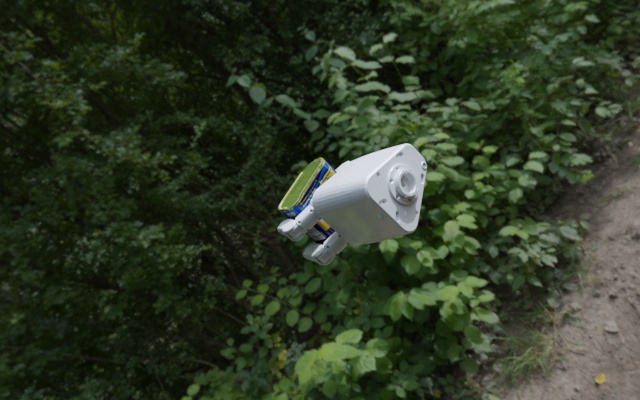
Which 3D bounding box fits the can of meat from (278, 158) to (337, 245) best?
[{"bbox_3d":[0.000,0.002,0.686,0.084,0.102,0.057,43,-28,-21],"label":"can of meat"}]
